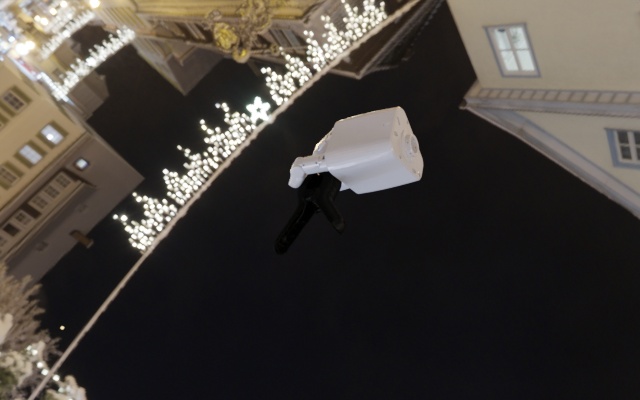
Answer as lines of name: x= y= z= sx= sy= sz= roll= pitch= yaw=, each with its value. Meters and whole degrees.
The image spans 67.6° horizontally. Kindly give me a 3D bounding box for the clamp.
clamp: x=0.000 y=0.003 z=0.709 sx=0.120 sy=0.171 sz=0.039 roll=-10 pitch=-45 yaw=33
